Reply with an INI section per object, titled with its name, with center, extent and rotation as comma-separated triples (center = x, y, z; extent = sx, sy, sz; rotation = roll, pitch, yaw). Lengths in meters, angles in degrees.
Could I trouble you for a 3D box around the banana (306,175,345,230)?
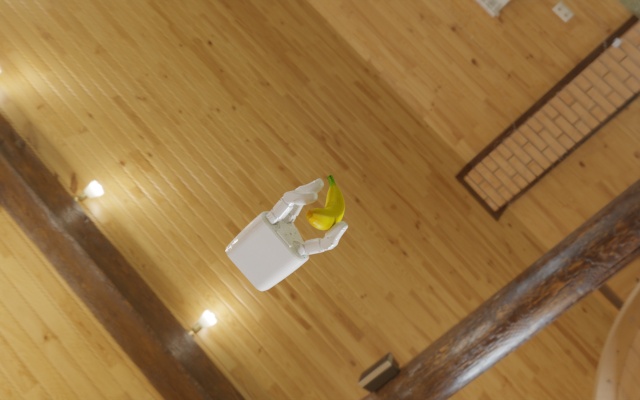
[banana]
center = 0.012, 0.016, 0.862
extent = 0.037, 0.069, 0.197
rotation = -36, 11, 20
